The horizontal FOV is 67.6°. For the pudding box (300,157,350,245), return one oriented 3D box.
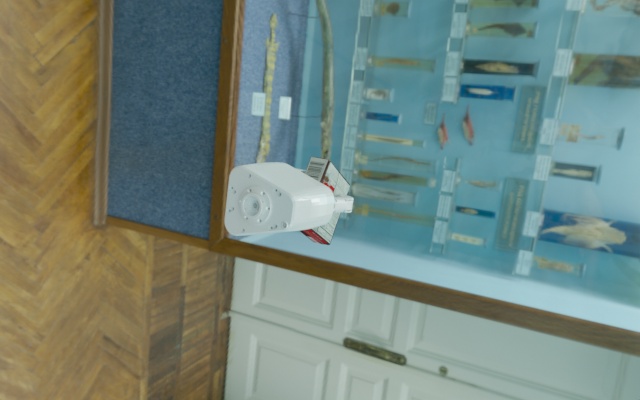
[{"bbox_3d":[0.000,0.002,0.746,0.039,0.113,0.090,12,-19,30],"label":"pudding box"}]
